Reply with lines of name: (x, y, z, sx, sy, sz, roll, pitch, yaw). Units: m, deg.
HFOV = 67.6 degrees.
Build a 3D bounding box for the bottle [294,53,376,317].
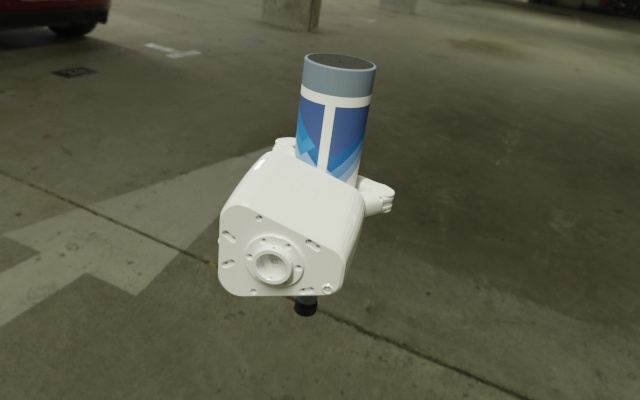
bottle: (0.000, 0.001, 0.505, 0.069, 0.296, 0.069, 6, 28, -3)
